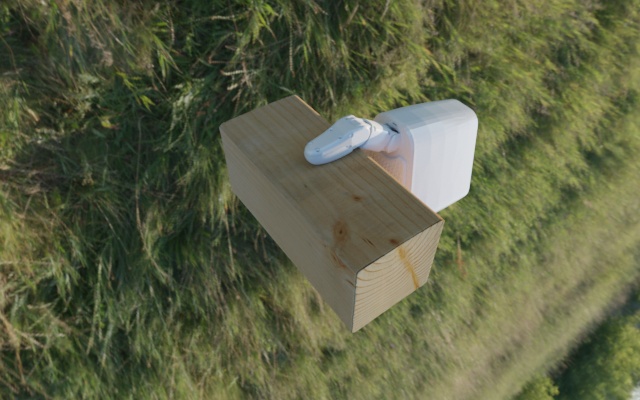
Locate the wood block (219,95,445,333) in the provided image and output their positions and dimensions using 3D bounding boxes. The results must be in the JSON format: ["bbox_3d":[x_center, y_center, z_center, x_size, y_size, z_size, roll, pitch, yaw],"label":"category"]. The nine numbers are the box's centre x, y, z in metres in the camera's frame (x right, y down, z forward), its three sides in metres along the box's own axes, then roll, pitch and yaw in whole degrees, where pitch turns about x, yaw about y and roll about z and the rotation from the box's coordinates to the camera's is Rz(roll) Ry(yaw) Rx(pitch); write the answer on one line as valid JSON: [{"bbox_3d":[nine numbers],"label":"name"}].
[{"bbox_3d":[0.000,0.001,0.437,0.090,0.091,0.206,-28,53,-24],"label":"wood block"}]
